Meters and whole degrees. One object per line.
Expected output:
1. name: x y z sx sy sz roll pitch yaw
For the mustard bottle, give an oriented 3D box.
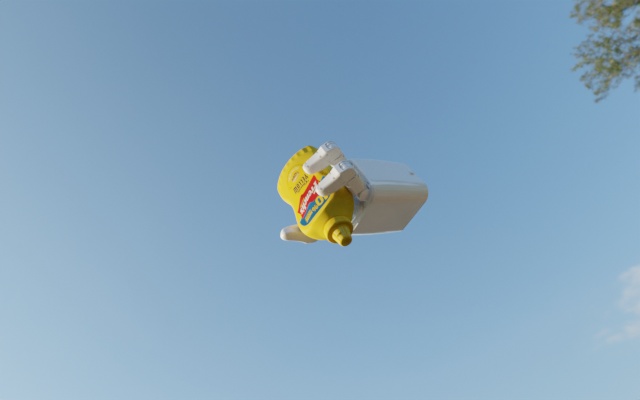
1. mustard bottle: 0.000 0.002 0.710 0.058 0.096 0.191 26 20 -38
